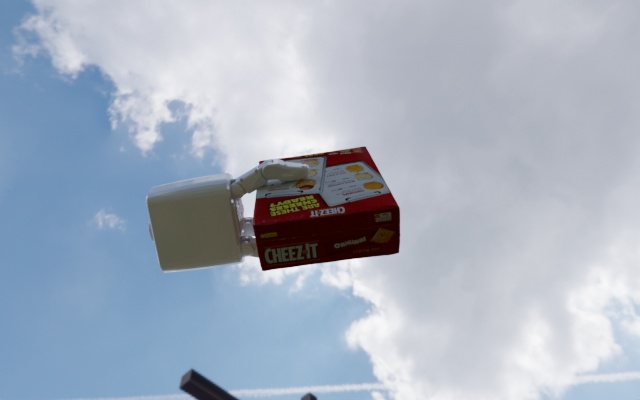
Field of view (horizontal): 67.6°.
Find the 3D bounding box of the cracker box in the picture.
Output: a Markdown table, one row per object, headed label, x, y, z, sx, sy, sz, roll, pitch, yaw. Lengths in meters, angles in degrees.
| label | x | y | z | sx | sy | sz | roll | pitch | yaw |
| --- | --- | --- | --- | --- | --- | --- | --- | --- | --- |
| cracker box | 0.000 | 0.002 | 0.627 | 0.164 | 0.072 | 0.213 | -8 | 25 | -2 |
